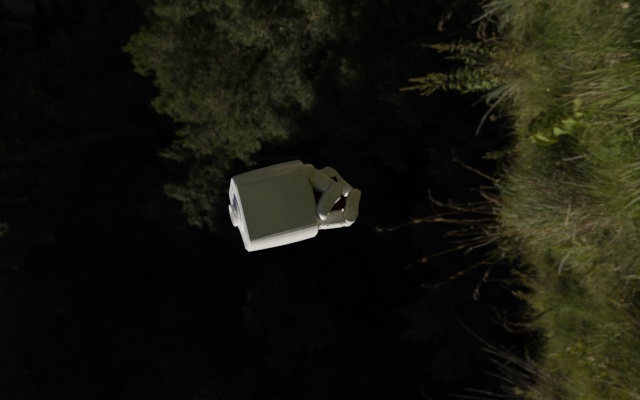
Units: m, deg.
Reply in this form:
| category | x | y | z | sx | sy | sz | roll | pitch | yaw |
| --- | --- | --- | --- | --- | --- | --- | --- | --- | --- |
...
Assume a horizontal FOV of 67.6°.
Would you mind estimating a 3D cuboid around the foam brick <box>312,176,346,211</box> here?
| category | x | y | z | sx | sy | sz | roll | pitch | yaw |
| --- | --- | --- | --- | --- | --- | --- | --- | --- | --- |
| foam brick | 0.000 | 0.003 | 0.759 | 0.051 | 0.053 | 0.078 | -14 | -15 | -18 |
